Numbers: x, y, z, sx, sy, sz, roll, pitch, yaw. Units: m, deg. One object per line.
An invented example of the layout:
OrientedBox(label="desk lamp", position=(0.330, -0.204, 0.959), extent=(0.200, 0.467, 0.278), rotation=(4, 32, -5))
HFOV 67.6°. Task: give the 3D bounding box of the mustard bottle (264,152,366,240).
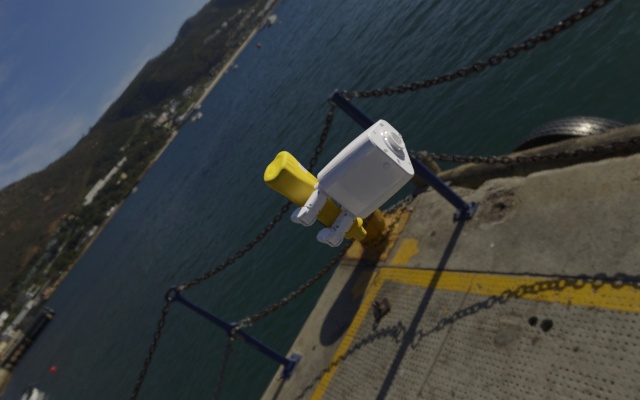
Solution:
OrientedBox(label="mustard bottle", position=(0.000, 0.003, 0.763), extent=(0.192, 0.058, 0.096), rotation=(38, 7, -18))
